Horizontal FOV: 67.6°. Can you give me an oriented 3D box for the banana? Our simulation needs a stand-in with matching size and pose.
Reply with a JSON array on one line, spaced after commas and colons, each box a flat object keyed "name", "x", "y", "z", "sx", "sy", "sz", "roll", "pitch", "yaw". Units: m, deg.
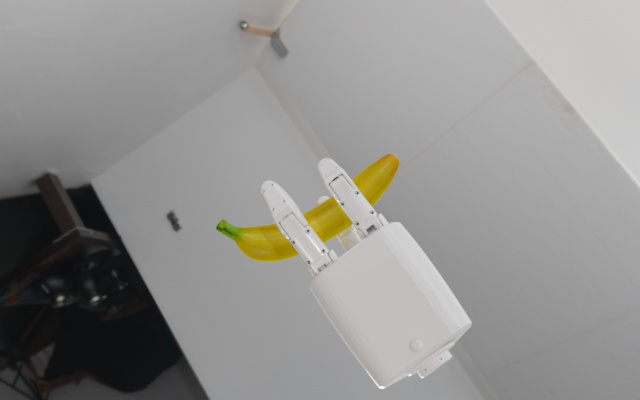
[{"name": "banana", "x": -0.002, "y": 0.015, "z": 0.485, "sx": 0.198, "sy": 0.070, "sz": 0.037, "roll": -24, "pitch": 51, "yaw": -17}]
